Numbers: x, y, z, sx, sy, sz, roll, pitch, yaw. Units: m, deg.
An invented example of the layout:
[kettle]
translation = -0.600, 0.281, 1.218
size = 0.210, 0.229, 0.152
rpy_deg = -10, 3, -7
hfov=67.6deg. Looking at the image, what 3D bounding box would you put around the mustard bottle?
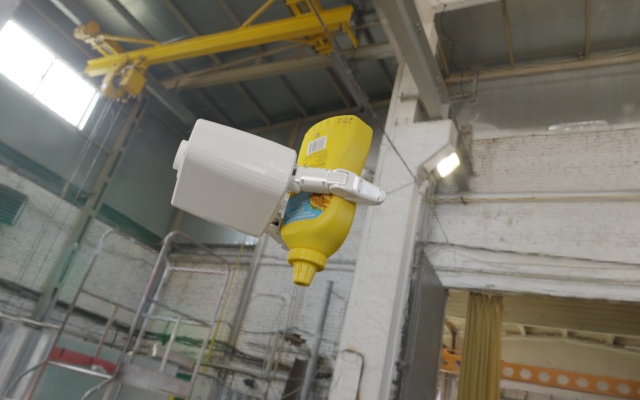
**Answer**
[mustard bottle]
translation = 0.000, 0.002, 0.531
size = 0.058, 0.191, 0.096
rpy_deg = 32, -31, -34
